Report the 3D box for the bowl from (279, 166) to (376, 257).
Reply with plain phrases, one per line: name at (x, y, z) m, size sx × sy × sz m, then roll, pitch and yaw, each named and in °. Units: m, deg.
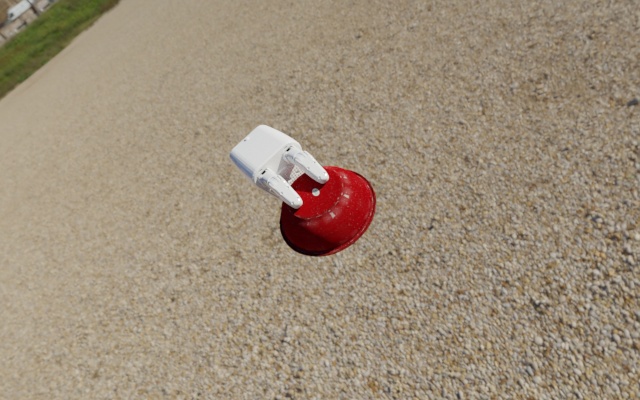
bowl at (0.001, 0.003, 0.727) m, size 0.162 × 0.162 × 0.055 m, roll 0°, pitch -33°, yaw 25°
